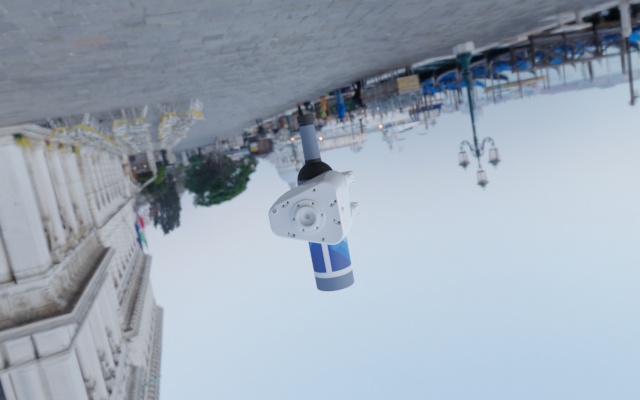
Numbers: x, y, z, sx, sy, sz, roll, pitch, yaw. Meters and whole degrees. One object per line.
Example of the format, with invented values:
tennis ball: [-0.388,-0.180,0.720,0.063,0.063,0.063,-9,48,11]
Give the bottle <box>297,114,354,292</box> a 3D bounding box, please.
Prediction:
bottle: [0.000,0.003,0.806,0.069,0.296,0.069,-10,8,1]
